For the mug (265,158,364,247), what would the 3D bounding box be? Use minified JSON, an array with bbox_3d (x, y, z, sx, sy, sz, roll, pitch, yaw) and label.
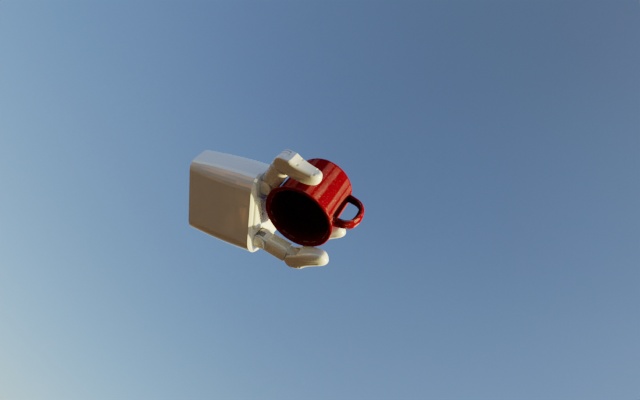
[{"bbox_3d":[0.001,0.002,0.610,0.117,0.093,0.081,17,43,20],"label":"mug"}]
